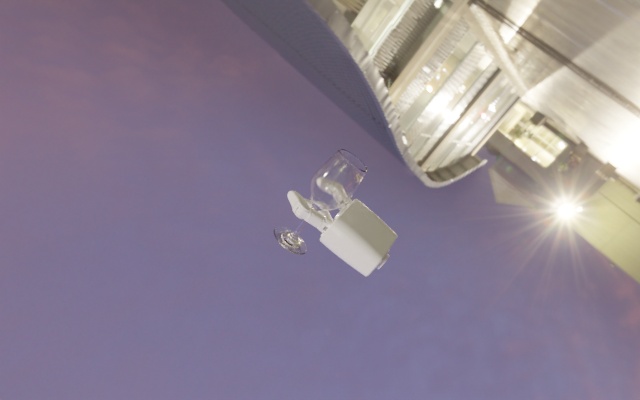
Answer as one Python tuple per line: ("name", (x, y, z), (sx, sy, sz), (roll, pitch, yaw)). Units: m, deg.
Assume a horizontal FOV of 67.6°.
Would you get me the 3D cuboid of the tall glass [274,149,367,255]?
("tall glass", (0.000, 0.003, 0.865), (0.079, 0.201, 0.079), (32, 22, -14))
